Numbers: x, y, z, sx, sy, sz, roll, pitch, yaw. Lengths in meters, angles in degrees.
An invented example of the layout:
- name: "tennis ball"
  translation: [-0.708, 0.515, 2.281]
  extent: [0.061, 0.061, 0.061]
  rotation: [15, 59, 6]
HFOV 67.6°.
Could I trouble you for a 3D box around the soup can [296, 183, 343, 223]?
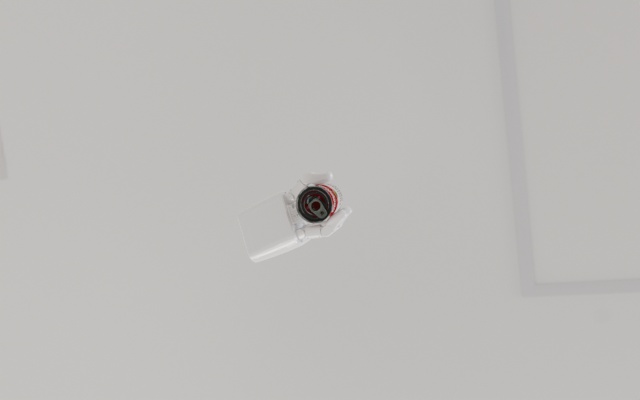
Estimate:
- name: "soup can"
  translation: [0.001, 0.003, 0.897]
  extent: [0.068, 0.068, 0.102]
  rotation: [0, 5, 14]
